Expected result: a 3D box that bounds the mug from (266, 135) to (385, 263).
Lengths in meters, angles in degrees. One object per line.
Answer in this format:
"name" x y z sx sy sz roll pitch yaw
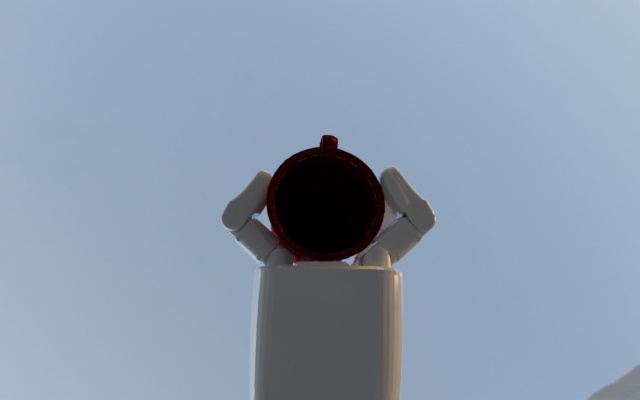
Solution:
"mug" 0.000 0.000 0.410 0.093 0.117 0.081 5 -18 -6
